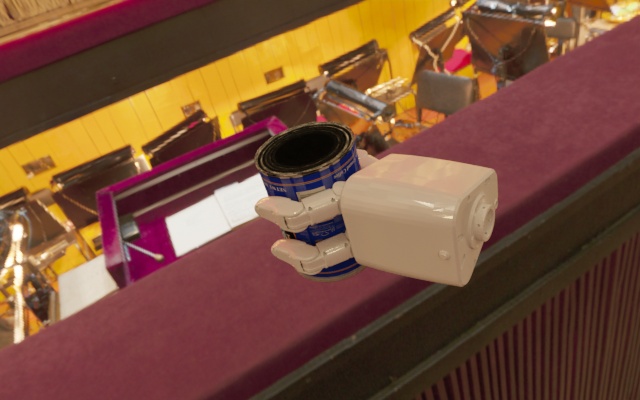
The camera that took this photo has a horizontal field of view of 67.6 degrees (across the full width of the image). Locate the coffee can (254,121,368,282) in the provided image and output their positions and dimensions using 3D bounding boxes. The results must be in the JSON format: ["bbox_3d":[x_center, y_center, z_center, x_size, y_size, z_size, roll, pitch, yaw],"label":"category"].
[{"bbox_3d":[0.000,0.002,0.510,0.103,0.140,0.102,-12,34,8],"label":"coffee can"}]
